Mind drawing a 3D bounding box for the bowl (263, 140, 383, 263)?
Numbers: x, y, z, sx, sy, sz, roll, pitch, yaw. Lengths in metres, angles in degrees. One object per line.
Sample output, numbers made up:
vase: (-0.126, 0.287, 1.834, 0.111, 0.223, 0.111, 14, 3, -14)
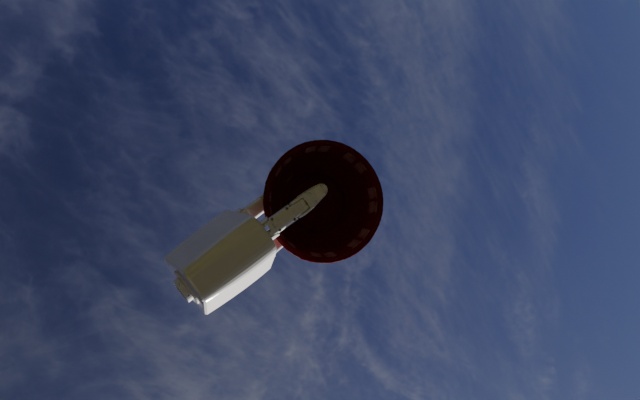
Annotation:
bowl: (0.001, 0.002, 0.646, 0.162, 0.162, 0.055, 0, -3, -13)
